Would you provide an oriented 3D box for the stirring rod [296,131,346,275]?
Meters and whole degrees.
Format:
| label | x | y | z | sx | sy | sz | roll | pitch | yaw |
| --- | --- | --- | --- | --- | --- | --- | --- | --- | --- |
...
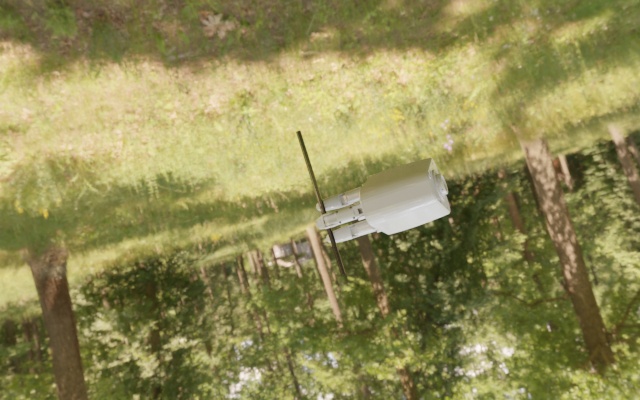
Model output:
| label | x | y | z | sx | sy | sz | roll | pitch | yaw |
| --- | --- | --- | --- | --- | --- | --- | --- | --- | --- |
| stirring rod | 0.000 | 0.002 | 0.764 | 0.011 | 0.239 | 0.011 | -17 | -4 | -1 |
